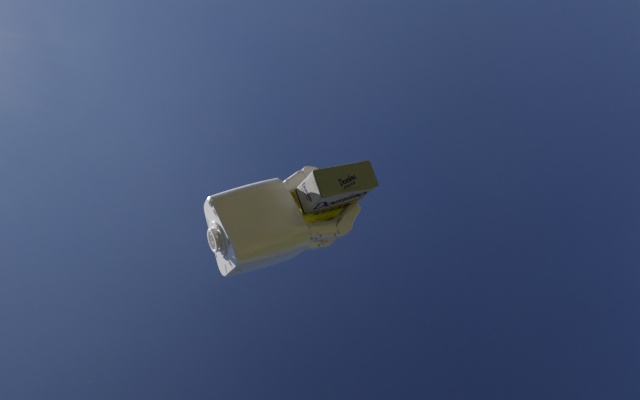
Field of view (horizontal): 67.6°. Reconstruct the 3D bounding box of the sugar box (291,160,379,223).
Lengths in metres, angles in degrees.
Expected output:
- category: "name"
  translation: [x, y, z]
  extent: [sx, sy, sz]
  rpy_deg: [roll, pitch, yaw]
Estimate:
- category: "sugar box"
  translation: [0.000, 0.003, 0.697]
  extent: [0.093, 0.048, 0.176]
  rpy_deg: [-12, -13, -28]
